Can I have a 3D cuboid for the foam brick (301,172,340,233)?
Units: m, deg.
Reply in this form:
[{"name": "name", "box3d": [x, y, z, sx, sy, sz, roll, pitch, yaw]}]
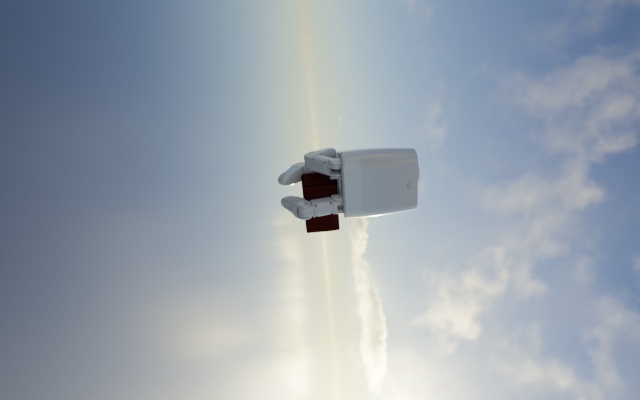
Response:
[{"name": "foam brick", "box3d": [0.000, 0.003, 0.715, 0.051, 0.078, 0.053, -5, 25, -2]}]
